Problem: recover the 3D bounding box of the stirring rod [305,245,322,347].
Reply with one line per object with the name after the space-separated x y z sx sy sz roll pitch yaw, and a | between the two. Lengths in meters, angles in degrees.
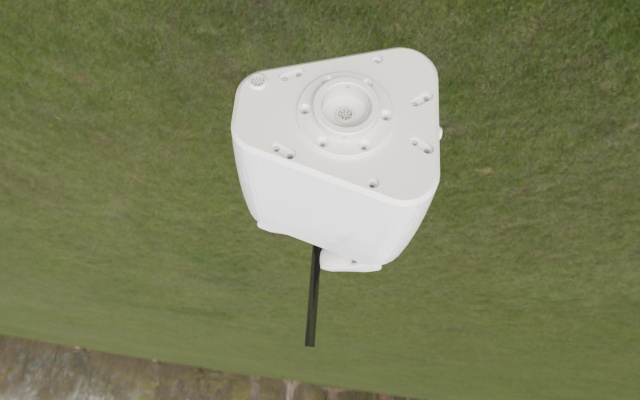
0.000 0.001 0.413 0.011 0.239 0.011 4 -21 1 | stirring rod
